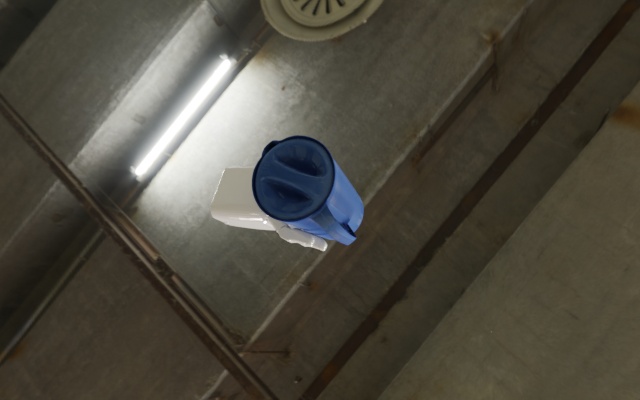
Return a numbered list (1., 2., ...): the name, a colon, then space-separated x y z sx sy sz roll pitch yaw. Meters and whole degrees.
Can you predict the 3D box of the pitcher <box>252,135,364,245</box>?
1. pitcher: 0.000 0.003 0.803 0.145 0.149 0.243 2 -14 20
